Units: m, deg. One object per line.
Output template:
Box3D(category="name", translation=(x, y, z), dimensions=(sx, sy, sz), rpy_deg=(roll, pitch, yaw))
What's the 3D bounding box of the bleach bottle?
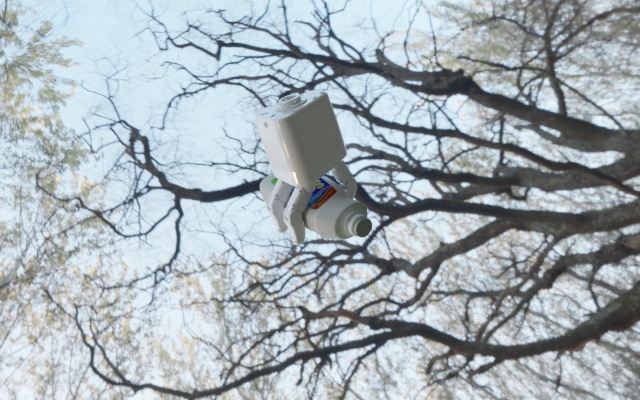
Box3D(category="bleach bottle", translation=(0.000, 0.003, 0.756), dimensions=(0.102, 0.068, 0.250), rpy_deg=(-31, 29, -22))
